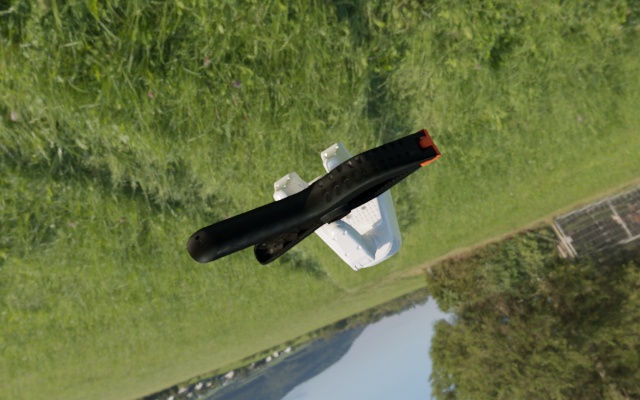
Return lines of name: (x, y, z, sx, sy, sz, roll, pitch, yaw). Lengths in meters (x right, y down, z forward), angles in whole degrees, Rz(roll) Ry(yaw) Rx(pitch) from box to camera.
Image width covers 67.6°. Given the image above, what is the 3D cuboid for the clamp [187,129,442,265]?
clamp: (0.001, 0.002, 0.401, 0.210, 0.036, 0.164, -30, -12, 12)
